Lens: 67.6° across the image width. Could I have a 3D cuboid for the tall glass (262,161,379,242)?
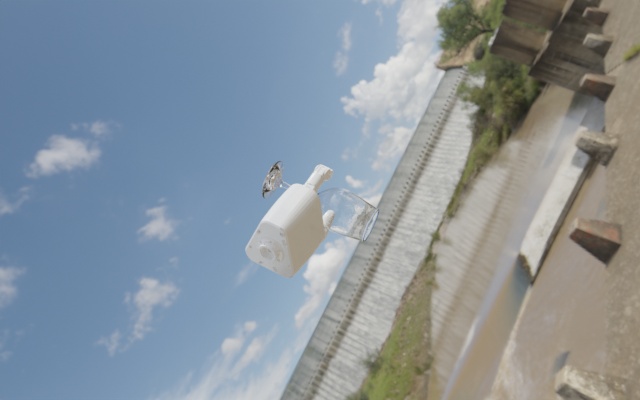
[{"bbox_3d":[0.000,0.002,0.844,0.201,0.079,0.079,25,6,14],"label":"tall glass"}]
